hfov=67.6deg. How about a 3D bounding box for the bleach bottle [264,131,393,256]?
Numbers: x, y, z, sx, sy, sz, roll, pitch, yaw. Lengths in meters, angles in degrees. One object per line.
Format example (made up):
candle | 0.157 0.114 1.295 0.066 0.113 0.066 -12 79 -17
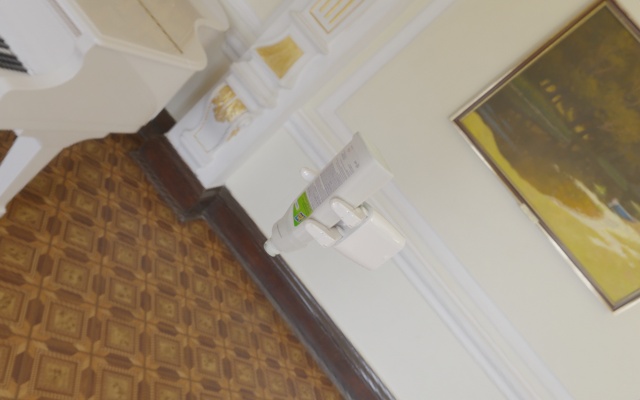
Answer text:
bleach bottle | 0.000 0.003 0.799 0.068 0.251 0.102 37 22 -34
